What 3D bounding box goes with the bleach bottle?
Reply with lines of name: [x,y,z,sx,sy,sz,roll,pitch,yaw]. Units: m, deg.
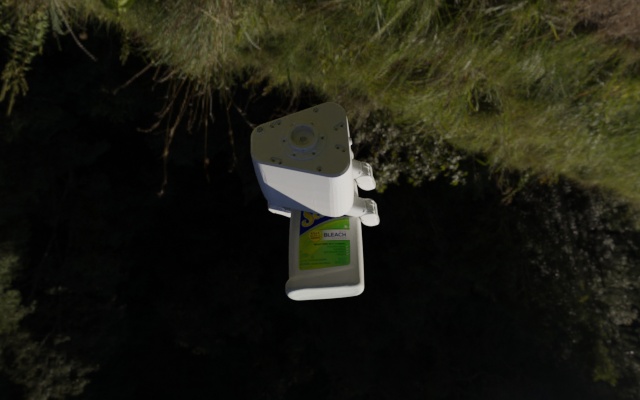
bleach bottle: [0.000,0.002,0.647,0.102,0.250,0.068,-4,-23,1]
